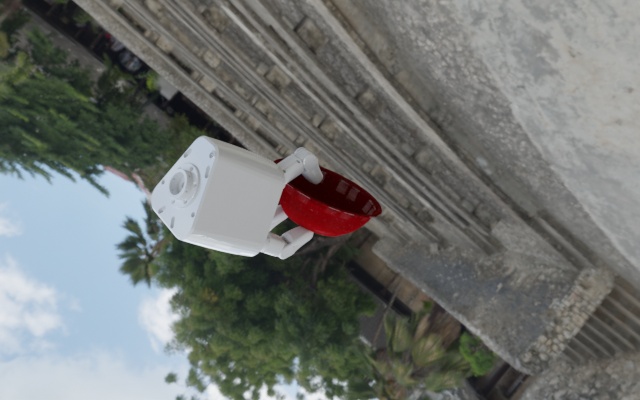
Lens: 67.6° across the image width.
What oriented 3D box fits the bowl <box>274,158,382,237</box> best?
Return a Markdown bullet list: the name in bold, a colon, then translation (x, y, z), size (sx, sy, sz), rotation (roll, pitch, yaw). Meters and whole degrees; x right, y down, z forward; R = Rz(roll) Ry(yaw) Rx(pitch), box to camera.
- **bowl**: translation (0.001, 0.003, 0.656), size (0.162, 0.055, 0.162), rotation (22, 19, -8)
